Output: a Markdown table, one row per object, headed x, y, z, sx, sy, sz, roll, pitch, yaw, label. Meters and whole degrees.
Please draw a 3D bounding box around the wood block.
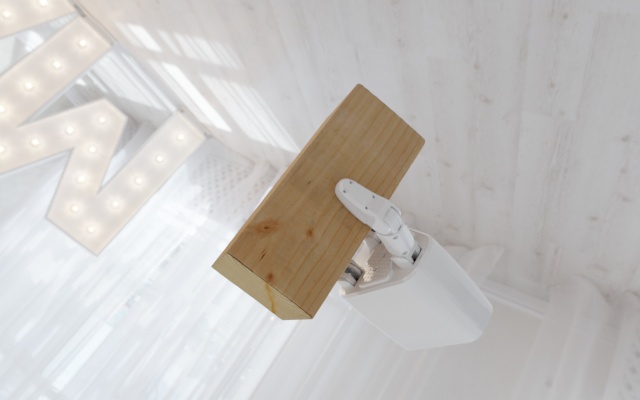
| x | y | z | sx | sy | sz | roll | pitch | yaw | label |
| --- | --- | --- | --- | --- | --- | --- | --- | --- | --- |
| 0.000 | 0.002 | 0.455 | 0.090 | 0.206 | 0.091 | 39 | -24 | -8 | wood block |
